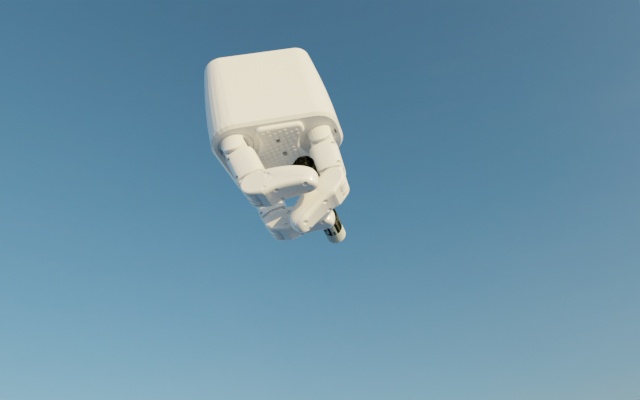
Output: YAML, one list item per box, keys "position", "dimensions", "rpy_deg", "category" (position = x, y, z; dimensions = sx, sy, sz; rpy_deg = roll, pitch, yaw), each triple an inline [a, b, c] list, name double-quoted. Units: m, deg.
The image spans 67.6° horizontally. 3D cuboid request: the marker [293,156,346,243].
- position: [0.000, 0.001, 0.423]
  dimensions: [0.020, 0.020, 0.121]
  rpy_deg: [0, -33, 18]
  category: "marker"
